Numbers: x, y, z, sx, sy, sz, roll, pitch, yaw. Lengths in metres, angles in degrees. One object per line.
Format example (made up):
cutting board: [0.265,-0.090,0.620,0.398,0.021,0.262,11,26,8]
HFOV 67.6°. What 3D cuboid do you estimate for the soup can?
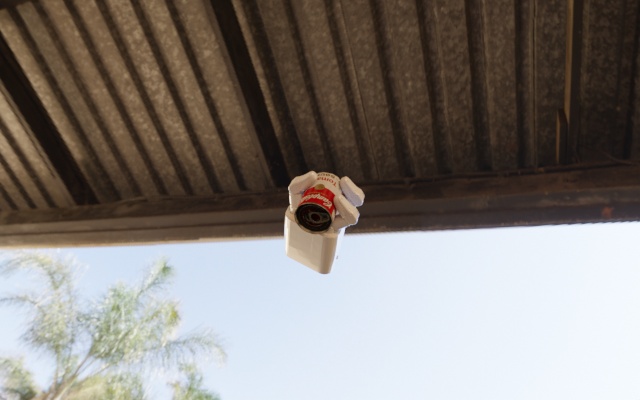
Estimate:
soup can: [0.000,0.002,0.855,0.068,0.068,0.102,0,35,18]
